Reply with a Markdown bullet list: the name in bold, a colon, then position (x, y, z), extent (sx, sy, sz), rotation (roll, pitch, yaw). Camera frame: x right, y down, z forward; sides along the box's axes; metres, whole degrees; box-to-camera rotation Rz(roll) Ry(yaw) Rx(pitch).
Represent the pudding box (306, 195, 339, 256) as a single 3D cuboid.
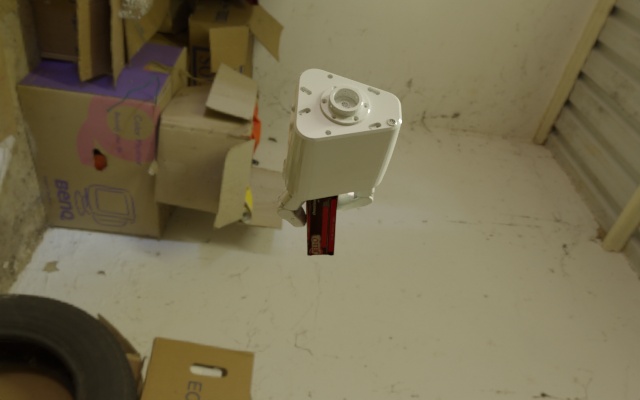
- **pudding box**: position (0.000, 0.002, 0.607), extent (0.039, 0.090, 0.113), rotation (3, 32, -2)
